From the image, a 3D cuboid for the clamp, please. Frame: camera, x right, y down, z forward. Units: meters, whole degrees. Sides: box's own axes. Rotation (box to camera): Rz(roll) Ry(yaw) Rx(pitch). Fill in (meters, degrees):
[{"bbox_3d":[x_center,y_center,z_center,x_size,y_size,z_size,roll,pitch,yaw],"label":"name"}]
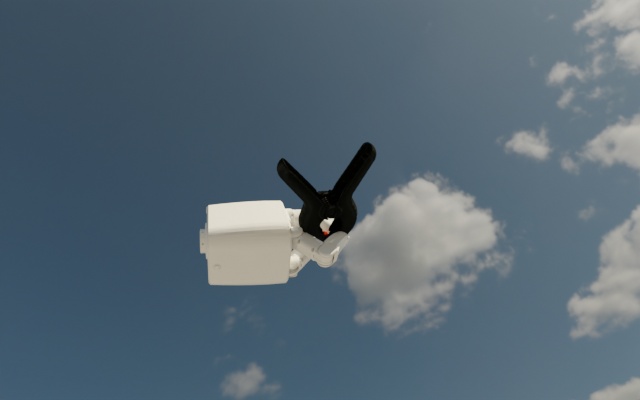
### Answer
[{"bbox_3d":[0.000,0.002,0.607,0.120,0.172,0.039,-1,39,-12],"label":"clamp"}]
